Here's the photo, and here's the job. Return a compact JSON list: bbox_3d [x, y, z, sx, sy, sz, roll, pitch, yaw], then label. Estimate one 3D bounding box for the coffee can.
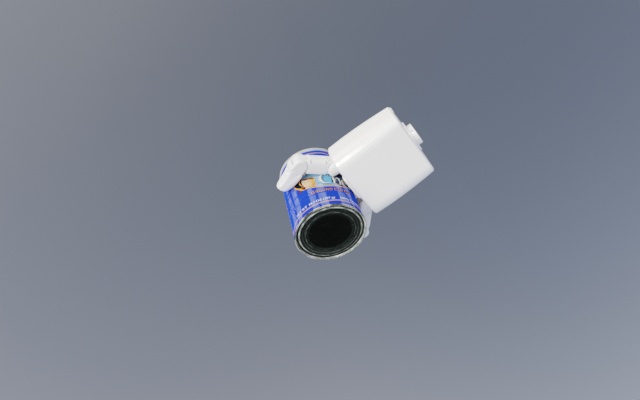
[{"bbox_3d":[0.000,0.002,0.708,0.103,0.103,0.140,0,38,-15],"label":"coffee can"}]
